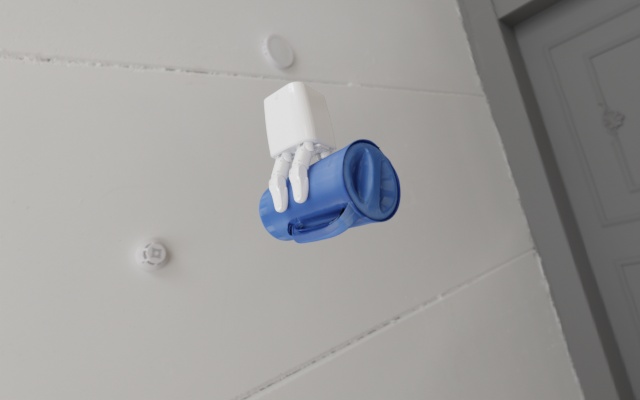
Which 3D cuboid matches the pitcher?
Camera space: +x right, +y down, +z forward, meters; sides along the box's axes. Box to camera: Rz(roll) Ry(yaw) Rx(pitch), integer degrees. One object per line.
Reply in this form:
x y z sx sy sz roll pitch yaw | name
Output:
0.000 0.002 0.807 0.149 0.145 0.243 0 -15 -44 | pitcher
